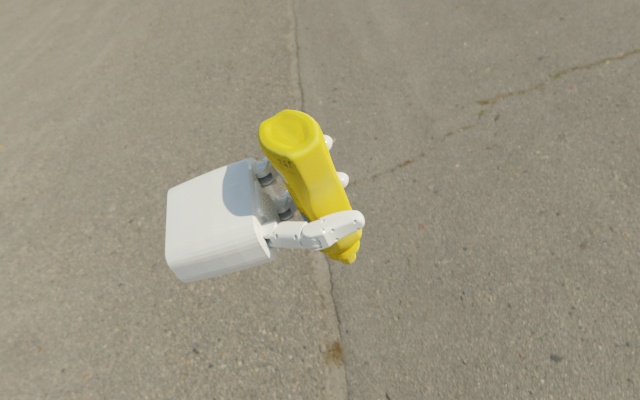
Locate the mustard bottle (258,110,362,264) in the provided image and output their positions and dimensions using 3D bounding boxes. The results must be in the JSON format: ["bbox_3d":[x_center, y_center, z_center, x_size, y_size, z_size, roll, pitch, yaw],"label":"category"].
[{"bbox_3d":[0.000,0.001,0.511,0.058,0.192,0.096,-32,38,-9],"label":"mustard bottle"}]
